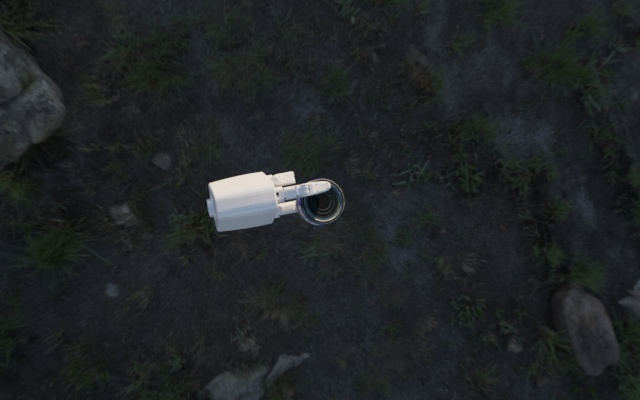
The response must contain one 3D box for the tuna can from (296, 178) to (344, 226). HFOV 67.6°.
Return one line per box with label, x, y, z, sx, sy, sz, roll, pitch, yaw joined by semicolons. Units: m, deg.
tuna can;0.000;0.003;0.879;0.086;0.086;0.034;0;-5;-18
